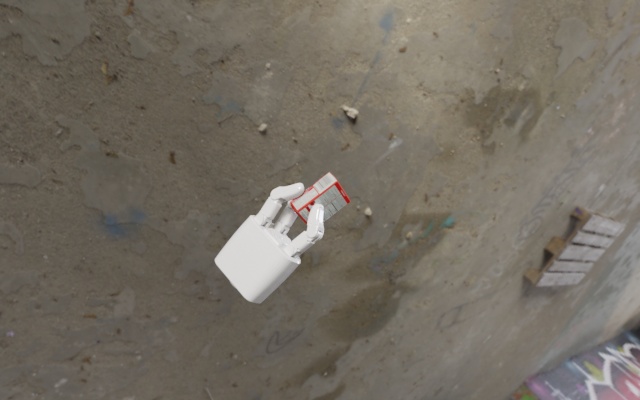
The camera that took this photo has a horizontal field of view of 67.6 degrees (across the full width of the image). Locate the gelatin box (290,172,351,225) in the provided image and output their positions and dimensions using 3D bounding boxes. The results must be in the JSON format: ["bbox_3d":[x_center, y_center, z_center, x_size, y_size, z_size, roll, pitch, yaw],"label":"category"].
[{"bbox_3d":[0.001,0.003,0.827,0.089,0.030,0.073,-38,-37,0],"label":"gelatin box"}]
